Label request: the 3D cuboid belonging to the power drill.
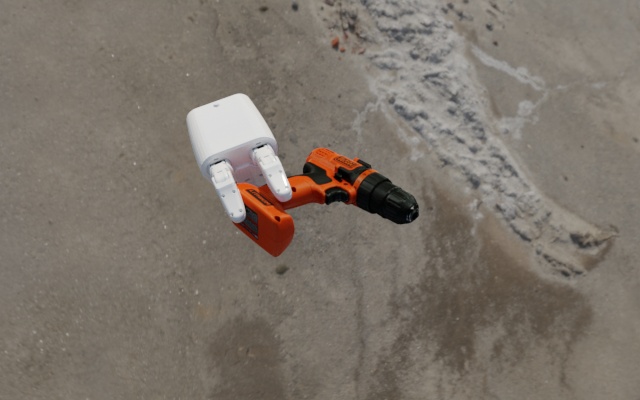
[{"bbox_3d":[0.000,0.002,0.580,0.187,0.057,0.184,-21,36,-36],"label":"power drill"}]
